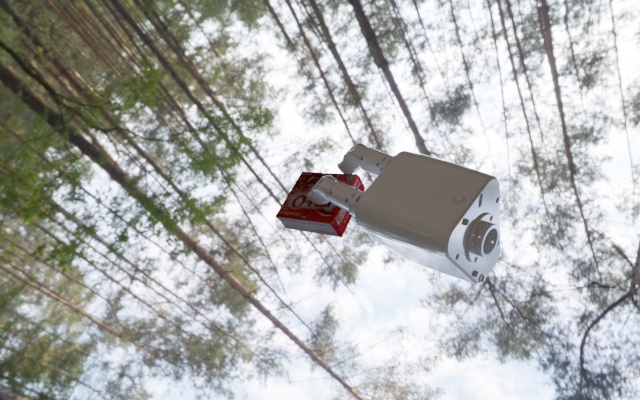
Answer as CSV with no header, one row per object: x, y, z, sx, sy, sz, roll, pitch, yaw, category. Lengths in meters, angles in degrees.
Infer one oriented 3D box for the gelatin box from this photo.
0.000,0.002,0.574,0.089,0.073,0.030,6,-35,38,gelatin box
